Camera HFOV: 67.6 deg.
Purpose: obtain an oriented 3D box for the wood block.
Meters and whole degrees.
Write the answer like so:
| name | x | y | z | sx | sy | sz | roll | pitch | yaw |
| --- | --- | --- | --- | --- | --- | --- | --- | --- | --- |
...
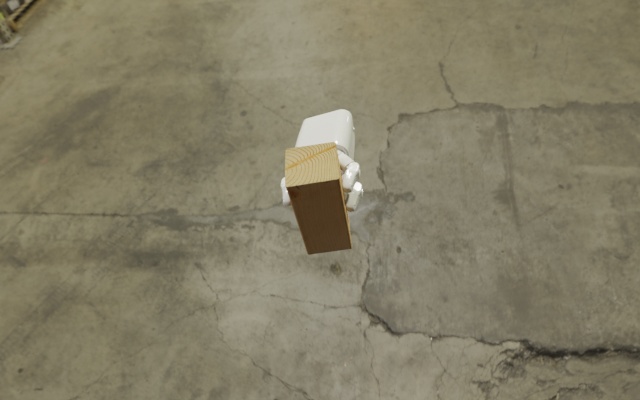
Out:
| name | x | y | z | sx | sy | sz | roll | pitch | yaw |
| --- | --- | --- | --- | --- | --- | --- | --- | --- | --- |
| wood block | 0.000 | 0.002 | 0.870 | 0.091 | 0.090 | 0.206 | -8 | -40 | 5 |
